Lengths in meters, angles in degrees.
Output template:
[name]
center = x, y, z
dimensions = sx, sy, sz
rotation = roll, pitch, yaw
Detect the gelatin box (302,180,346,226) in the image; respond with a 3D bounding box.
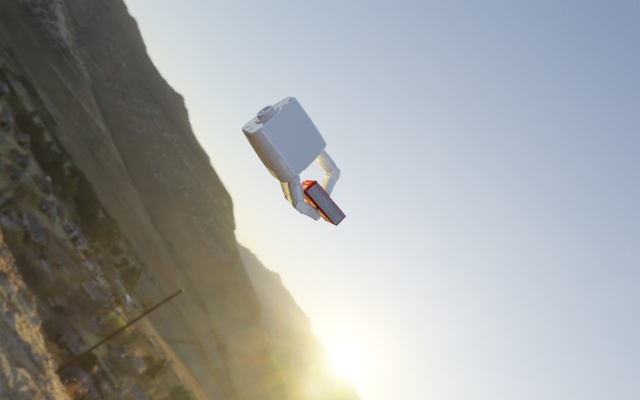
[gelatin box]
center = 0.001, 0.003, 0.873
dimensions = 0.030, 0.089, 0.073
rotation = -43, 14, -8
